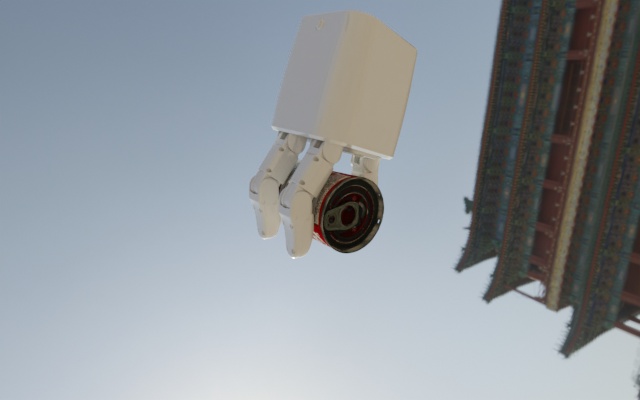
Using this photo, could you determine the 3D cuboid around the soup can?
[{"bbox_3d":[0.000,0.002,0.447,0.068,0.068,0.102,0,13,-36],"label":"soup can"}]
